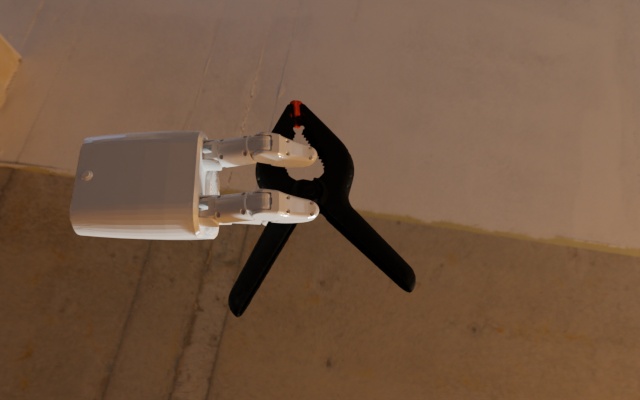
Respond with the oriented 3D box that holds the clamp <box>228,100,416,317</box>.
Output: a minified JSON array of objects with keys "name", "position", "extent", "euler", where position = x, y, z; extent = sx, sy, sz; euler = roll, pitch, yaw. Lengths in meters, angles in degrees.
[{"name":"clamp","position":[0.000,0.001,0.451],"extent":[0.164,0.210,0.036],"euler":[0,-22,-5]}]
